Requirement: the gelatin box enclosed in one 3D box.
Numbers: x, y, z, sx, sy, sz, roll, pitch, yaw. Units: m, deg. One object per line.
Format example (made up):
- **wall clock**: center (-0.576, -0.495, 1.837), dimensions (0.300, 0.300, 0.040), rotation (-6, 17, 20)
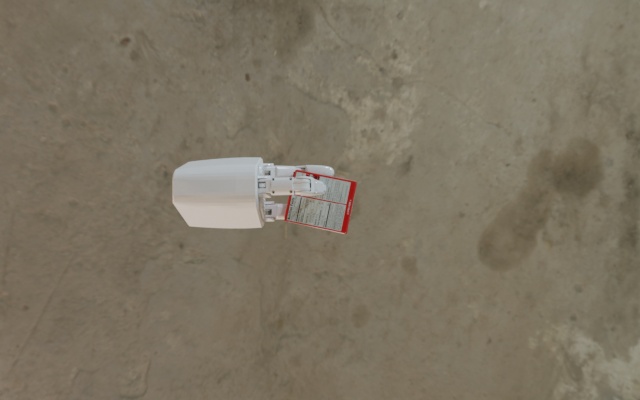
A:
- **gelatin box**: center (0.000, 0.002, 0.659), dimensions (0.089, 0.073, 0.030), rotation (11, -5, 3)
